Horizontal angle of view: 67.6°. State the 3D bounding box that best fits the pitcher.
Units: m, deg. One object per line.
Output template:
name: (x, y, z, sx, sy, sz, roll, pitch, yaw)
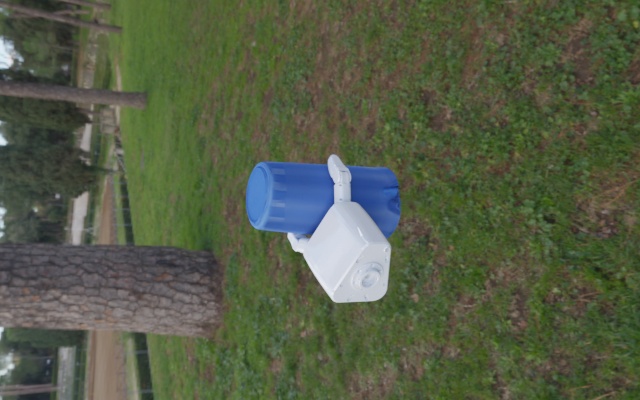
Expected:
pitcher: (0.000, 0.003, 0.811, 0.243, 0.149, 0.145, 4, 30, -28)
